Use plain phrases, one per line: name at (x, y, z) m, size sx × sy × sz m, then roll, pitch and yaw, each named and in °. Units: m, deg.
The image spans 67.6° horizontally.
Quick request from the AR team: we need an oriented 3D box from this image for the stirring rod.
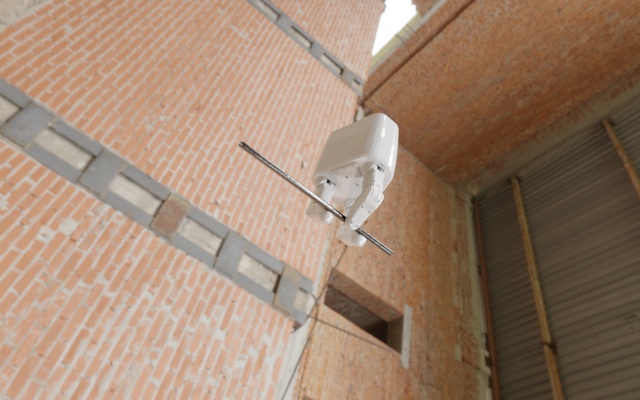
stirring rod at (0.000, 0.002, 0.585) m, size 0.239 × 0.011 × 0.011 m, roll 36°, pitch -13°, yaw -19°
